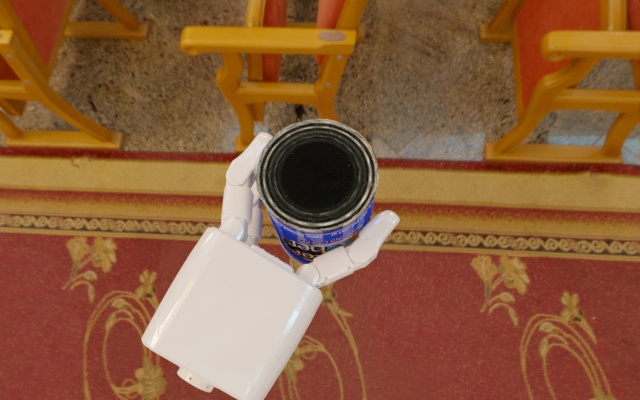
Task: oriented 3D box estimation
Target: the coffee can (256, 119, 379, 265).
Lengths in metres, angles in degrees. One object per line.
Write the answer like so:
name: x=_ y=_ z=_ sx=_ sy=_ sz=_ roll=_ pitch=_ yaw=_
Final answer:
coffee can: x=0.000 y=0.001 z=0.459 sx=0.103 sy=0.102 sz=0.140 roll=0 pitch=-21 yaw=3
